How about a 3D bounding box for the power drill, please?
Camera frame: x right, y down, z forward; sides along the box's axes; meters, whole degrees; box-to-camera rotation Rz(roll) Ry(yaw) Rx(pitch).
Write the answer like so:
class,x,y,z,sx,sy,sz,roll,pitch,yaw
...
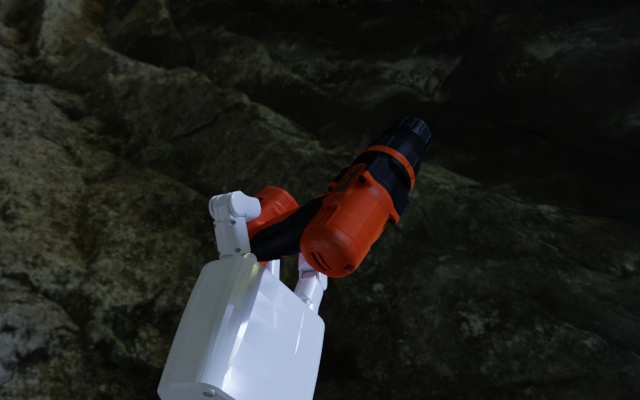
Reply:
class,x,y,z,sx,sy,sz,roll,pitch,yaw
power drill,0.000,0.002,0.433,0.188,0.057,0.184,-21,21,46
